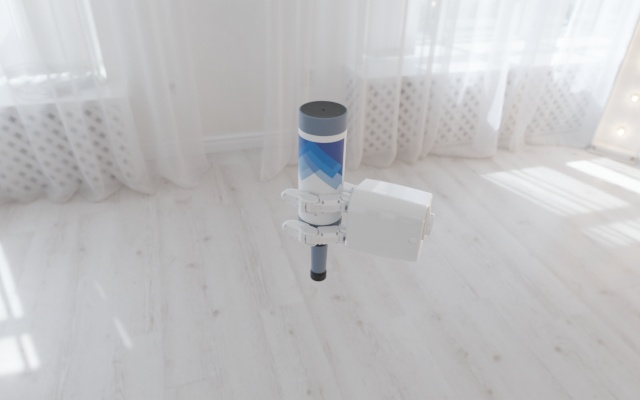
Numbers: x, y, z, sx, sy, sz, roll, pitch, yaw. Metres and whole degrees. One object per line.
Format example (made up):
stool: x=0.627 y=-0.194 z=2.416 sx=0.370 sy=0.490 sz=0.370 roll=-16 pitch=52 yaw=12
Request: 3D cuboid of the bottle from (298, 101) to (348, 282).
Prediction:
bottle: x=0.000 y=0.002 z=0.717 sx=0.069 sy=0.296 sz=0.069 roll=1 pitch=33 yaw=-1
